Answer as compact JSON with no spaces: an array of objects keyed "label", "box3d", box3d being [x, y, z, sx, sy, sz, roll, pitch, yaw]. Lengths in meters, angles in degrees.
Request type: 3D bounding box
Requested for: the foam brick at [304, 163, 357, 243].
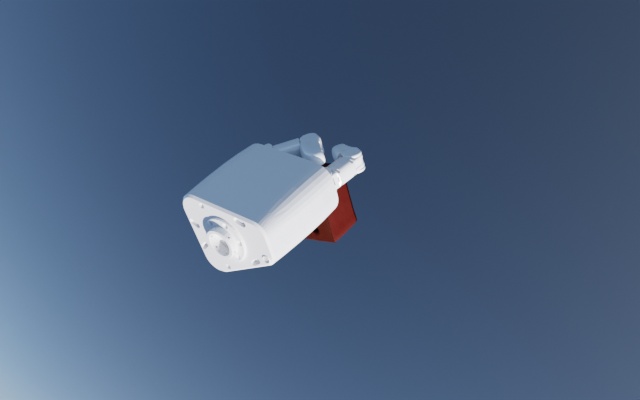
[{"label":"foam brick","box3d":[0.000,0.002,0.547,0.053,0.078,0.051,4,34,37]}]
